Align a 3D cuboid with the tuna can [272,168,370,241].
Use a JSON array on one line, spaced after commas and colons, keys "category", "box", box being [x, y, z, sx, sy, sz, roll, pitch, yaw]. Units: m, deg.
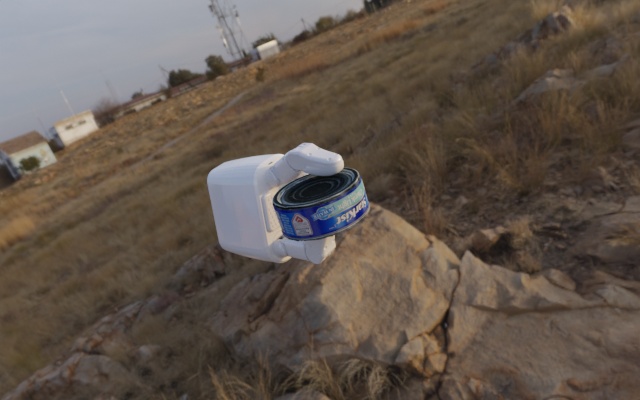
[{"category": "tuna can", "box": [0.000, 0.001, 0.438, 0.086, 0.034, 0.086, -16, 21, 6]}]
